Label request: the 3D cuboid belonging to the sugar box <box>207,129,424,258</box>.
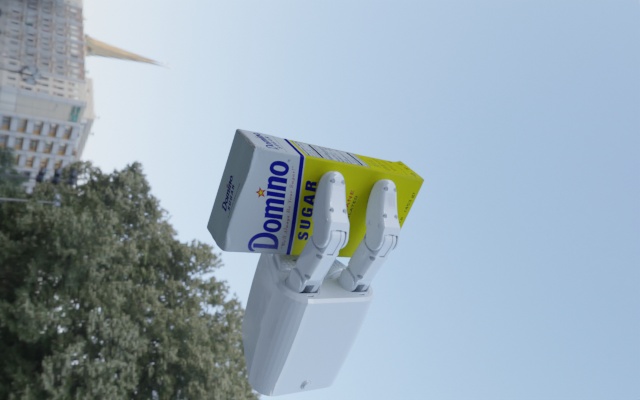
[{"bbox_3d":[0.000,0.002,0.417,0.176,0.093,0.048,5,25,-36],"label":"sugar box"}]
